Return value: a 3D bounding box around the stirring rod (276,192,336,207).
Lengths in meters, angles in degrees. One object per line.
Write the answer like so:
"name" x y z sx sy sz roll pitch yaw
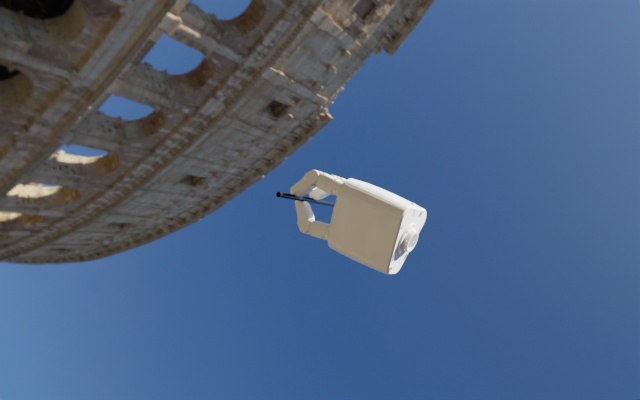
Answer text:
"stirring rod" 0.000 0.003 0.804 0.011 0.011 0.239 0 -6 31
